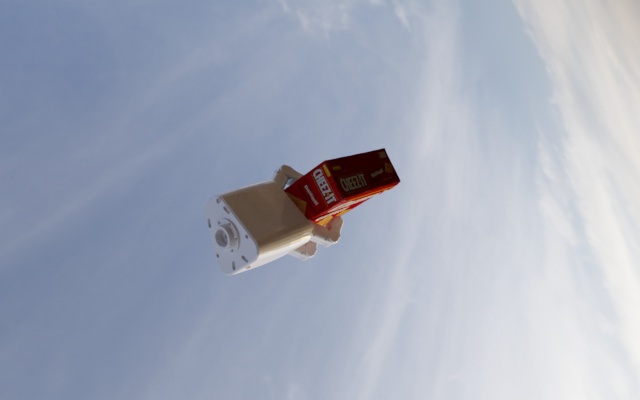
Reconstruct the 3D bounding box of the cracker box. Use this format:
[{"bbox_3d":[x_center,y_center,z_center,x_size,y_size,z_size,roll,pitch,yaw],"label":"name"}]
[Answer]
[{"bbox_3d":[0.000,0.002,0.775,0.214,0.072,0.164,-32,-9,39],"label":"cracker box"}]
